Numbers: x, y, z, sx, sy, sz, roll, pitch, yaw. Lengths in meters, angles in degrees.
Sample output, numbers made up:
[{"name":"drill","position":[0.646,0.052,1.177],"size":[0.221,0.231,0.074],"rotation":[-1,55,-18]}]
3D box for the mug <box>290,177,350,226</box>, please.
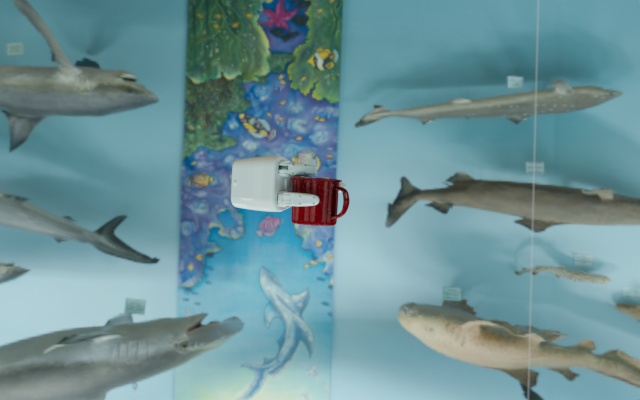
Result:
[{"name":"mug","position":[0.001,0.003,0.842],"size":[0.117,0.081,0.093],"rotation":[3,0,34]}]
